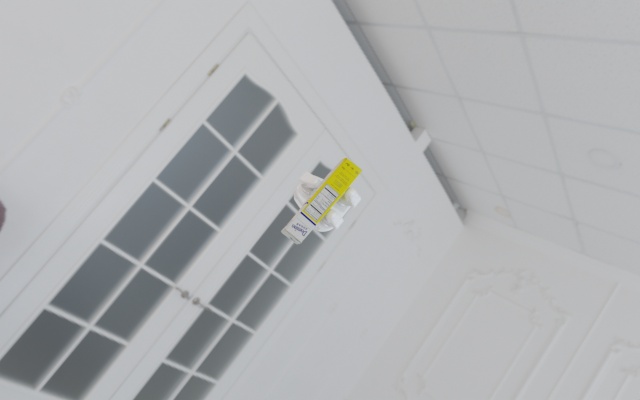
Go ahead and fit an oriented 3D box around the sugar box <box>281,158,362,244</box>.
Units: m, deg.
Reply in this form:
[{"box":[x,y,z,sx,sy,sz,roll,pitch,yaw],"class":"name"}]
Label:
[{"box":[0.001,0.003,0.895,0.048,0.176,0.093,38,-10,-3],"class":"sugar box"}]
